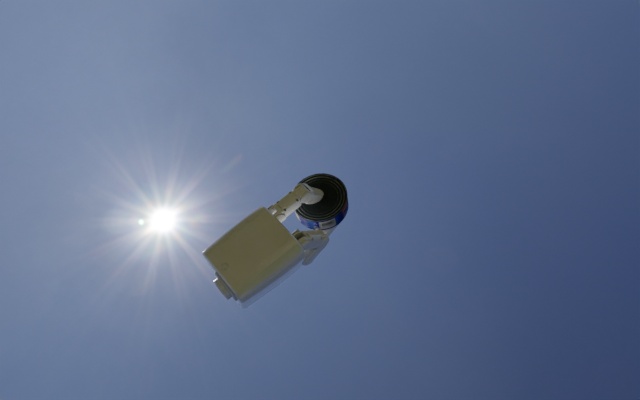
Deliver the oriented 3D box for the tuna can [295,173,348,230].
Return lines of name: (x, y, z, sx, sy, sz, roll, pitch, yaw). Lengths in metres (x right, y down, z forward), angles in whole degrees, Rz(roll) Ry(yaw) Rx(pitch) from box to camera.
tuna can: (0.000, 0.003, 0.735, 0.086, 0.086, 0.034, 0, -32, 9)
